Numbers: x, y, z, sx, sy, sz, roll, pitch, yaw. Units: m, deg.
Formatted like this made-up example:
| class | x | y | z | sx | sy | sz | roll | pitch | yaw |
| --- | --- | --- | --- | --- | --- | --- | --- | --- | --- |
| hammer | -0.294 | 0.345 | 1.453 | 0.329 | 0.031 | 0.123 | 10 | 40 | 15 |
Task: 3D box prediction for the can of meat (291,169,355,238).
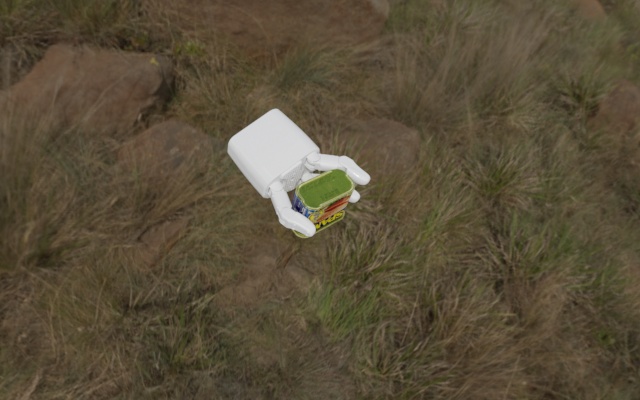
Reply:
| class | x | y | z | sx | sy | sz | roll | pitch | yaw |
| --- | --- | --- | --- | --- | --- | --- | --- | --- | --- |
| can of meat | 0.000 | 0.002 | 0.766 | 0.102 | 0.057 | 0.084 | -27 | -24 | -28 |
